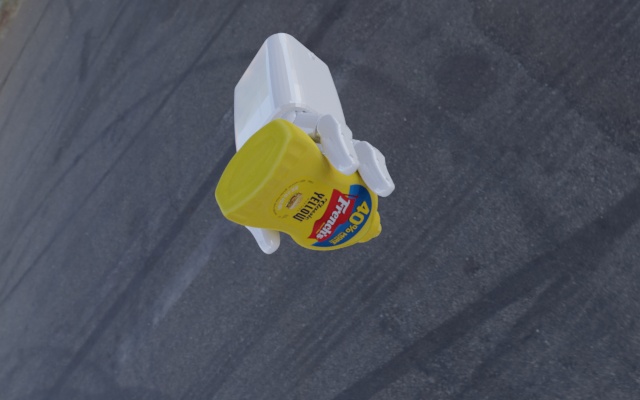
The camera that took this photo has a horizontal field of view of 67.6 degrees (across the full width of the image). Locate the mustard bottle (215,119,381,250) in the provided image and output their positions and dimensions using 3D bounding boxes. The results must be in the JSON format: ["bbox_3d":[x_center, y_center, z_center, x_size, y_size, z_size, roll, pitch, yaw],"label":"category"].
[{"bbox_3d":[0.000,0.002,0.462,0.192,0.096,0.058,27,19,-46],"label":"mustard bottle"}]
